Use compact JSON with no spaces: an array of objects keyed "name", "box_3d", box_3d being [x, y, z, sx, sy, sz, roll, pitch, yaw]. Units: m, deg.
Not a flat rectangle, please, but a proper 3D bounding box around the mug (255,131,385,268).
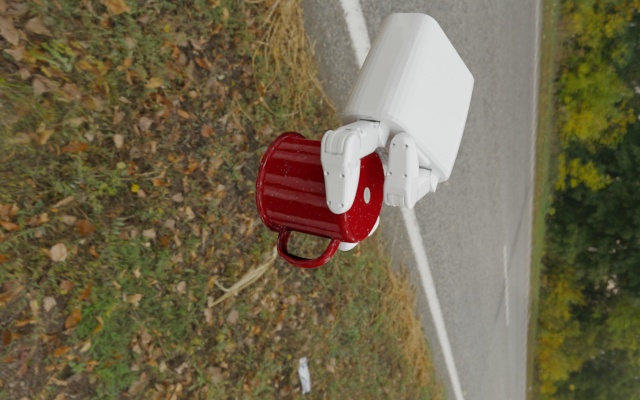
[{"name":"mug","box_3d":[0.000,0.003,0.410,0.081,0.117,0.093,11,-17,29]}]
